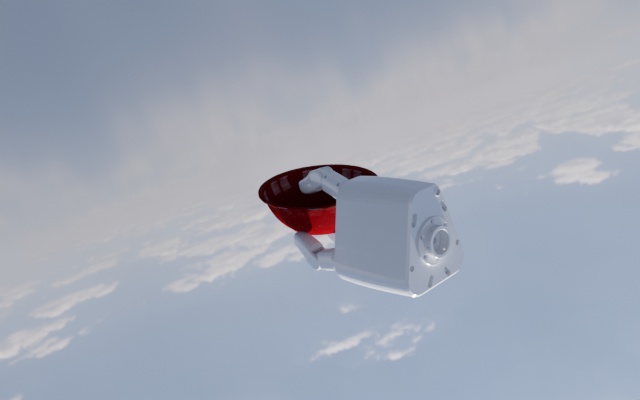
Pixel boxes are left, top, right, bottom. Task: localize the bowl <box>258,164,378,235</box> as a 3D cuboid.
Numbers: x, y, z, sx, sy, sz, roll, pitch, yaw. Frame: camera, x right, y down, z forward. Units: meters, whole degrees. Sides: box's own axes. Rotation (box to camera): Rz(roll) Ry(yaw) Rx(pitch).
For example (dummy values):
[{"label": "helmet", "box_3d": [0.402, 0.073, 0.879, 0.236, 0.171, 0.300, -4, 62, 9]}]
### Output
[{"label": "bowl", "box_3d": [0.000, 0.002, 0.641, 0.162, 0.055, 0.162, -5, 23, 2]}]
